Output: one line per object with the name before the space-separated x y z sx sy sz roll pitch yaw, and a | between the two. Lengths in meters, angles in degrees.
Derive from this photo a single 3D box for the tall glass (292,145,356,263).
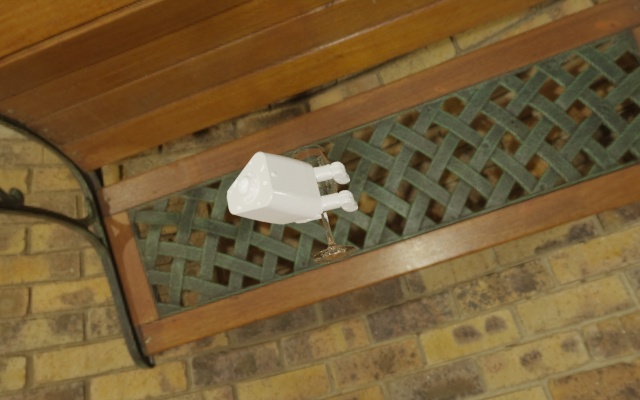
tall glass | 0.000 0.003 0.835 0.079 0.201 0.079 -12 -24 -6
